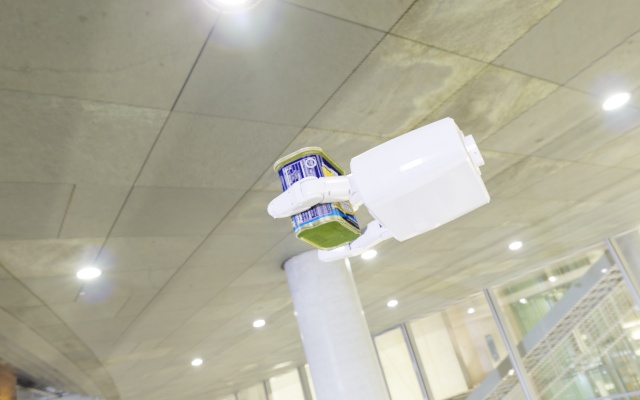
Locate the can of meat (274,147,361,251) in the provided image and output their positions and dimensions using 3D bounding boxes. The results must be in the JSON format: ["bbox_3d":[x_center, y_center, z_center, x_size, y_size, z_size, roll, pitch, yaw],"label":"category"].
[{"bbox_3d":[0.000,0.002,0.522,0.057,0.084,0.102,-23,-23,16],"label":"can of meat"}]
